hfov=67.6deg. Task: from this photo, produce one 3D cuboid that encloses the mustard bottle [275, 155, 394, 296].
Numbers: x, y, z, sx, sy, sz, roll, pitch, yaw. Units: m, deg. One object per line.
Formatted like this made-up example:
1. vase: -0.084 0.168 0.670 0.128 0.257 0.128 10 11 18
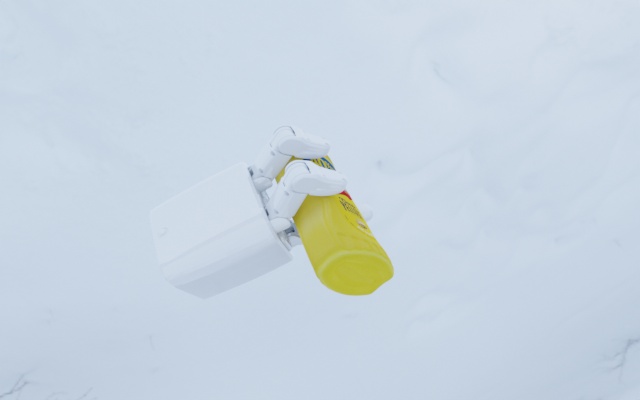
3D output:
1. mustard bottle: 0.000 0.002 0.481 0.058 0.191 0.096 -42 -41 18
